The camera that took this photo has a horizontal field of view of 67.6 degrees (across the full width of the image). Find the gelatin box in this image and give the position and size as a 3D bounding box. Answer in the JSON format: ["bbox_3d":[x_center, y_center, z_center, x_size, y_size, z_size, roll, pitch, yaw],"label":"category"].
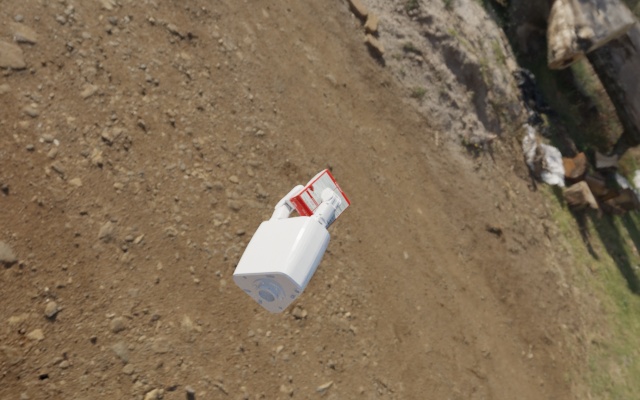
[{"bbox_3d":[0.001,0.002,0.781,0.030,0.073,0.089,-25,14,47],"label":"gelatin box"}]
